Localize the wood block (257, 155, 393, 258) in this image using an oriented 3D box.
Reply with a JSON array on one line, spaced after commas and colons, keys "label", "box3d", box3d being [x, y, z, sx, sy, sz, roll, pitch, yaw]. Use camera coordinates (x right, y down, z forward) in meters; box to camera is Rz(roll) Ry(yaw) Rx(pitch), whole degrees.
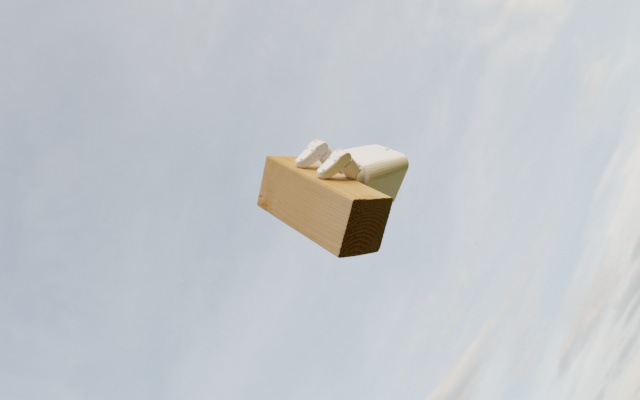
[{"label": "wood block", "box3d": [0.000, 0.003, 0.751, 0.090, 0.091, 0.206, -3, 22, -42]}]
